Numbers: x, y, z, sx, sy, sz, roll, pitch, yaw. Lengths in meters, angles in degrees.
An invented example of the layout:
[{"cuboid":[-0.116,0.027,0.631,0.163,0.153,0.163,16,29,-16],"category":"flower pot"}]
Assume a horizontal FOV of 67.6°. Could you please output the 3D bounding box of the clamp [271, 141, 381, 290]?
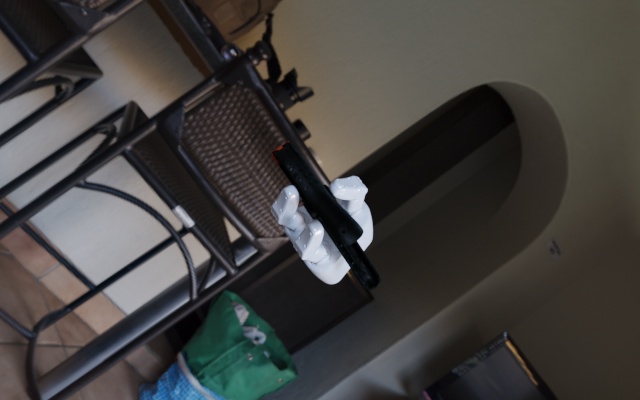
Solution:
[{"cuboid":[0.001,0.001,0.561,0.036,0.210,0.165,-33,-23,-5],"category":"clamp"}]
